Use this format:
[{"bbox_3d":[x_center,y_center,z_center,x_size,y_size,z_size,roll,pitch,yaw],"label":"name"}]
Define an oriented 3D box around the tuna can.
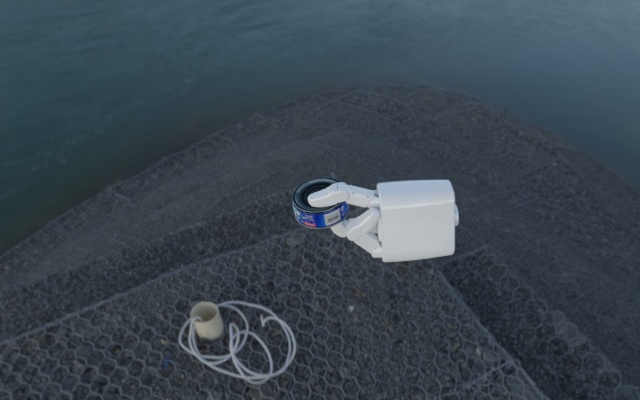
[{"bbox_3d":[0.000,0.002,0.724,0.086,0.034,0.086,-6,40,5],"label":"tuna can"}]
